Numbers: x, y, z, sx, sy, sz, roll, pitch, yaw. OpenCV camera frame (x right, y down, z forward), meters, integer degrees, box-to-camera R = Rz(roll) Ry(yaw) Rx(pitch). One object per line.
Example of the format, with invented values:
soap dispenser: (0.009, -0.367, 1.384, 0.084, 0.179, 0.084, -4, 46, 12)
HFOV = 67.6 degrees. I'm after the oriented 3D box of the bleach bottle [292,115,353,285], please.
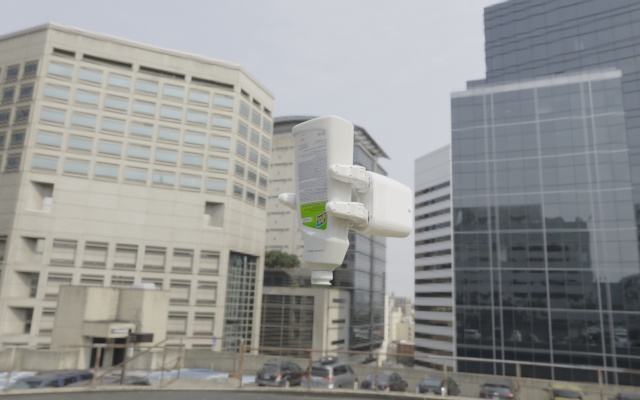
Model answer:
bleach bottle: (0.000, 0.002, 0.735, 0.068, 0.250, 0.102, 14, -17, -43)
